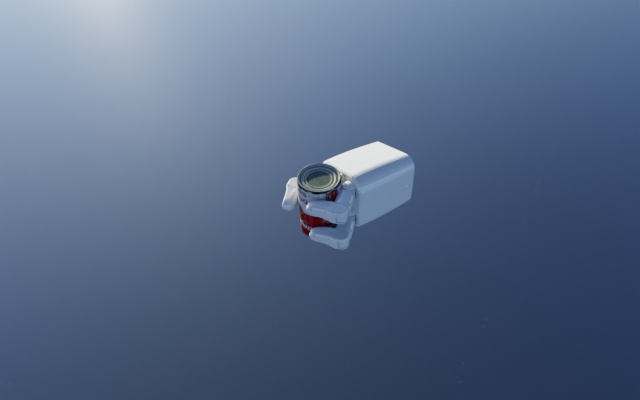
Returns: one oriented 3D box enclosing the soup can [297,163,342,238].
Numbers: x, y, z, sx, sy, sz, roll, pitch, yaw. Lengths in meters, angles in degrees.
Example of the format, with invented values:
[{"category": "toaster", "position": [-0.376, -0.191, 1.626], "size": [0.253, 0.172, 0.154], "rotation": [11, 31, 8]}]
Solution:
[{"category": "soup can", "position": [0.000, 0.002, 0.730], "size": [0.068, 0.102, 0.068], "rotation": [-2, 44, 2]}]
